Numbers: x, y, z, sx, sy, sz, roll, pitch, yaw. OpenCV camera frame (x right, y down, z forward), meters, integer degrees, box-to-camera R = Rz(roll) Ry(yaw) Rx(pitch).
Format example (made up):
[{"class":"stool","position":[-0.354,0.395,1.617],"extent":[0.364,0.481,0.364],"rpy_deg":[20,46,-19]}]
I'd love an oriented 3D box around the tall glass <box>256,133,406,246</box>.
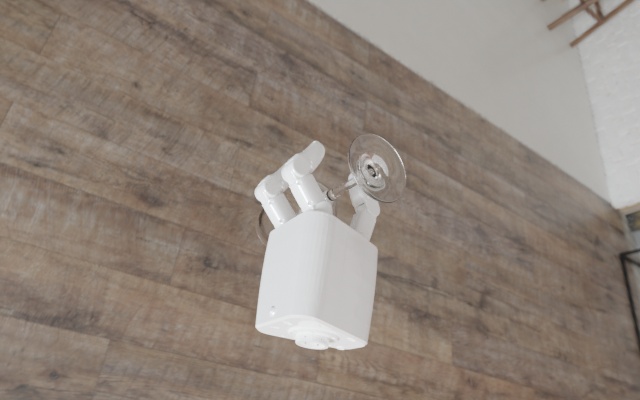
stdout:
[{"class":"tall glass","position":[0.001,0.001,0.542],"extent":[0.079,0.079,0.201],"rpy_deg":[0,-20,-37]}]
